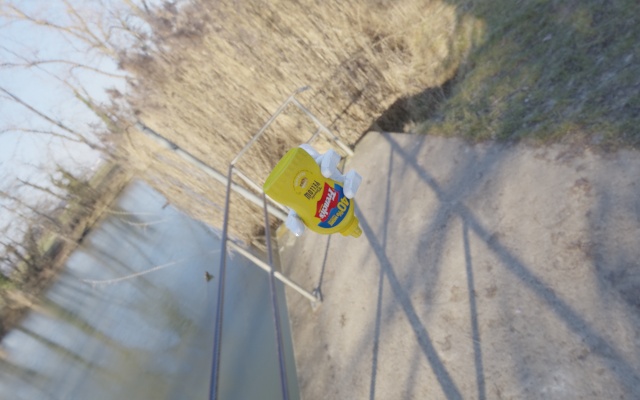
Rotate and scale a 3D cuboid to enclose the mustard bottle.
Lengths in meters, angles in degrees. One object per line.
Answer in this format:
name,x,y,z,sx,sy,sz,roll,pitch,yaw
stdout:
mustard bottle,0.000,0.003,0.819,0.192,0.096,0.058,40,-16,-21
